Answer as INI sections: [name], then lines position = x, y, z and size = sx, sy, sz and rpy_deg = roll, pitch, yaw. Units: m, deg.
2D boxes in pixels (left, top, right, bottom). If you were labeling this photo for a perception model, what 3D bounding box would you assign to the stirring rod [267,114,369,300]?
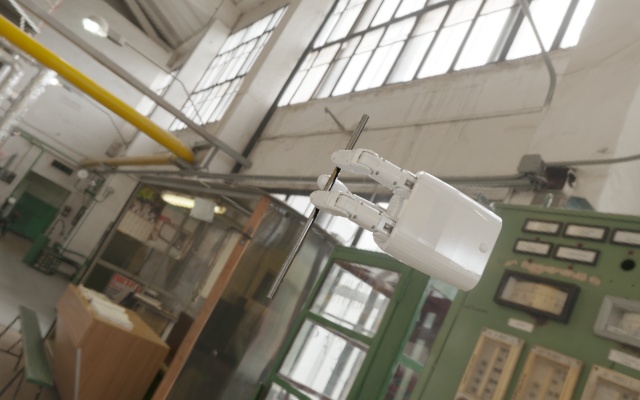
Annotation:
[stirring rod]
position = 0.000, 0.002, 0.542
size = 0.011, 0.239, 0.011
rpy_deg = 26, -14, 7
